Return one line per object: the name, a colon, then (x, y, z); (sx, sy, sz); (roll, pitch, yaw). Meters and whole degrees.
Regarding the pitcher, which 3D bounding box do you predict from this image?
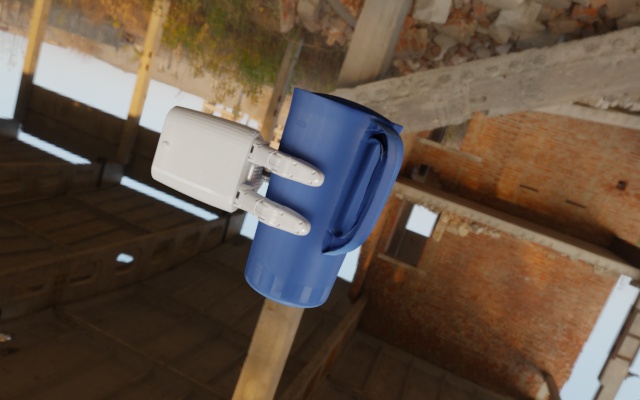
pitcher: (0.000, 0.002, 0.560); (0.145, 0.243, 0.149); (21, 11, 7)
